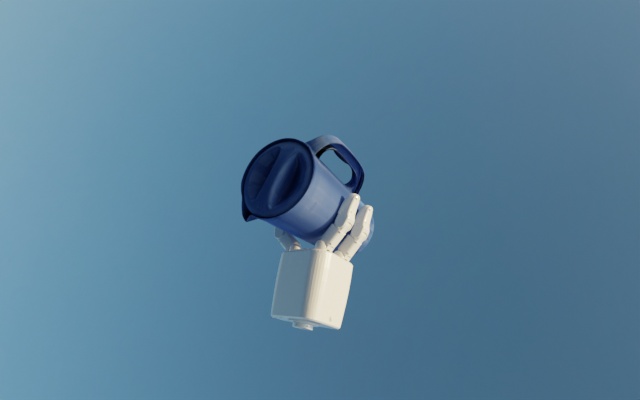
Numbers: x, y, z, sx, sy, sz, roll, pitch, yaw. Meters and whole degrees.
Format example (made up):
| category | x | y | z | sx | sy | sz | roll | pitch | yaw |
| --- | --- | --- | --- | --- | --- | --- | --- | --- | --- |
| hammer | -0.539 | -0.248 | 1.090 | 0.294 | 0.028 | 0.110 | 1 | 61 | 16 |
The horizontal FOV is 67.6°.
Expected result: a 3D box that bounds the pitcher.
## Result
| category | x | y | z | sx | sy | sz | roll | pitch | yaw |
| --- | --- | --- | --- | --- | --- | --- | --- | --- | --- |
| pitcher | 0.000 | 0.003 | 0.788 | 0.149 | 0.145 | 0.243 | -3 | -24 | 33 |
